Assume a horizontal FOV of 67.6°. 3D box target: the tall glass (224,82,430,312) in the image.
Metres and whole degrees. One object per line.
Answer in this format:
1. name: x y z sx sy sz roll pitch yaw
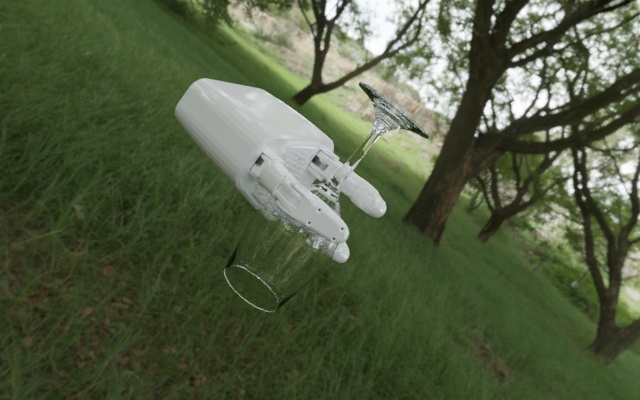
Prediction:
1. tall glass: 0.001 0.001 0.412 0.079 0.201 0.079 37 8 -6
